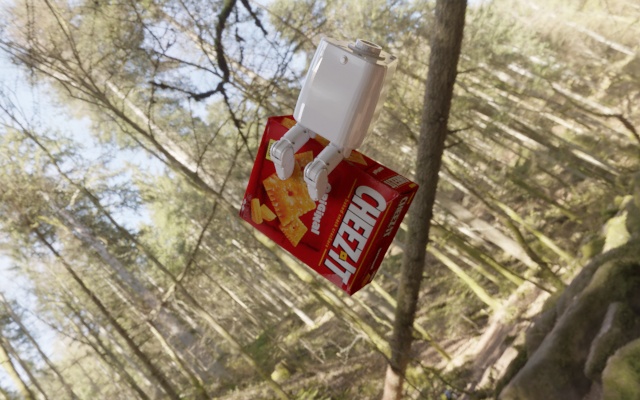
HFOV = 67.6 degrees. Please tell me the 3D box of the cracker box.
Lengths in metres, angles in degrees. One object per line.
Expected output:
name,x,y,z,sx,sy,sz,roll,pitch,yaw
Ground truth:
cracker box,0.000,0.002,0.656,0.213,0.164,0.072,33,27,22
